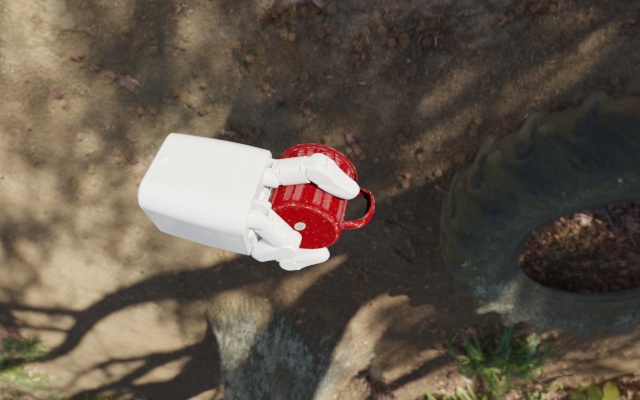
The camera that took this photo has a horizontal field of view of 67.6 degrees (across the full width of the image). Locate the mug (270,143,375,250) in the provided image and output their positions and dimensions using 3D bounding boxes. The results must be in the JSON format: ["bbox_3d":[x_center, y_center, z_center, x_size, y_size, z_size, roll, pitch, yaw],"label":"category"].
[{"bbox_3d":[0.001,0.002,0.519,0.117,0.081,0.093,12,-38,3],"label":"mug"}]
